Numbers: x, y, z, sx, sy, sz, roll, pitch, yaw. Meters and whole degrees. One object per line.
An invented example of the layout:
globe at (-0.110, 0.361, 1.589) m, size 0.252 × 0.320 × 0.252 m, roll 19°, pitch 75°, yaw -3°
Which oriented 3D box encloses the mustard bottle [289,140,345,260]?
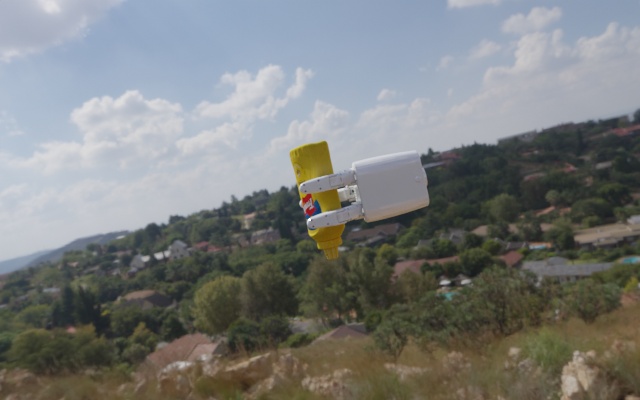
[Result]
mustard bottle at (0.000, 0.002, 0.787) m, size 0.058 × 0.191 × 0.096 m, roll -14°, pitch 2°, yaw -23°
